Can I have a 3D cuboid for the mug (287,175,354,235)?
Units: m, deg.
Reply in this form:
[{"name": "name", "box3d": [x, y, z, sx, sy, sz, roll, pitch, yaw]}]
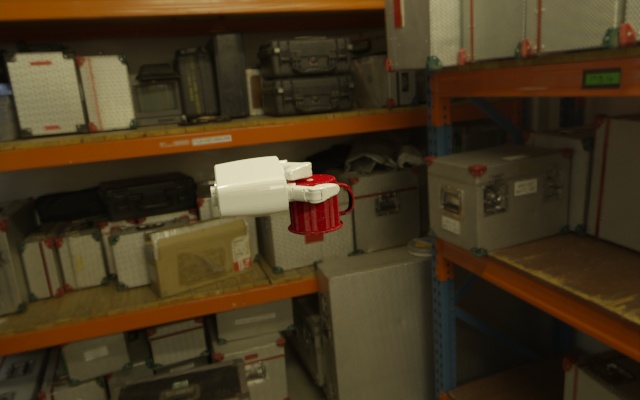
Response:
[{"name": "mug", "box3d": [0.002, 0.002, 0.789, 0.117, 0.081, 0.093, -8, 14, -12]}]
